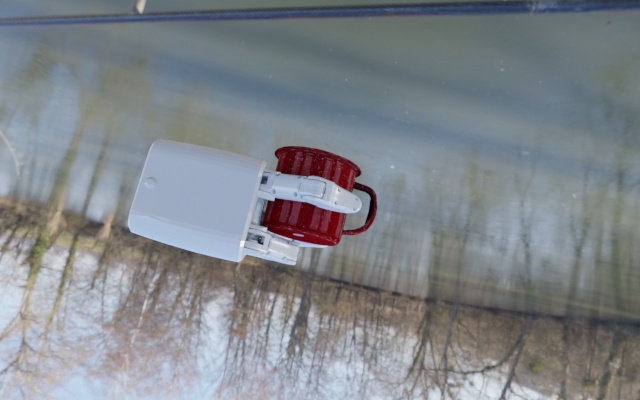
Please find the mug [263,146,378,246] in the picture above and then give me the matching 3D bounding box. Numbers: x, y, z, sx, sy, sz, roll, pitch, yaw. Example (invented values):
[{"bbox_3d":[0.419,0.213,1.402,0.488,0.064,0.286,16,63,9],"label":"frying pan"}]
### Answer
[{"bbox_3d":[0.001,0.002,0.492,0.117,0.081,0.093,13,-12,-1],"label":"mug"}]
